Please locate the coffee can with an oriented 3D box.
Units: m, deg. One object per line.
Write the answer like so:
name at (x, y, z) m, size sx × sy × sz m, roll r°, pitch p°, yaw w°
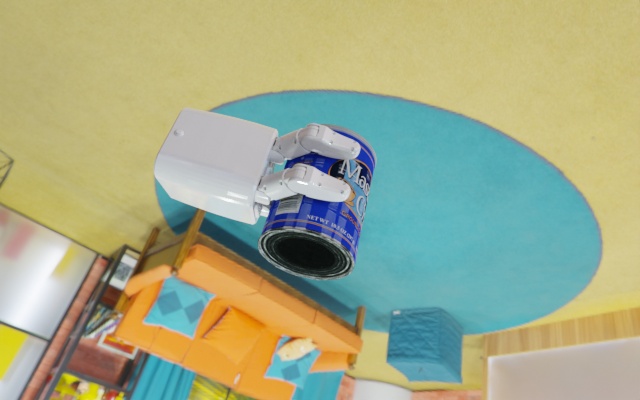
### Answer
coffee can at (0.000, 0.002, 0.527) m, size 0.103 × 0.140 × 0.103 m, roll 11°, pitch -34°, yaw 7°
